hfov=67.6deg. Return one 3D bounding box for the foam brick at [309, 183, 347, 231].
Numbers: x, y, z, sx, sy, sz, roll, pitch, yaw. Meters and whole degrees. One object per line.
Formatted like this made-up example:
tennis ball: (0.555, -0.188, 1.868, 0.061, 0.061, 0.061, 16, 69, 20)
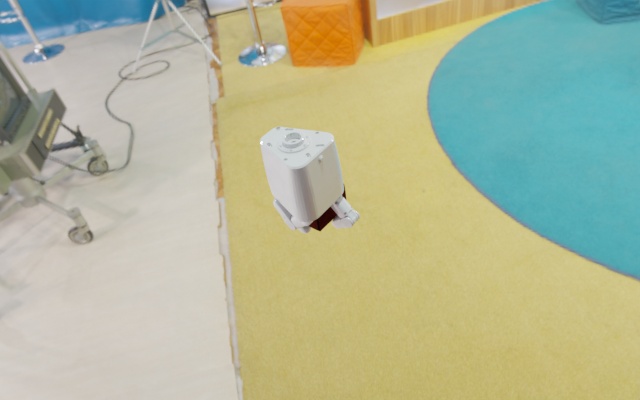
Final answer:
foam brick: (0.000, 0.002, 0.797, 0.053, 0.051, 0.078, 24, 53, 32)
